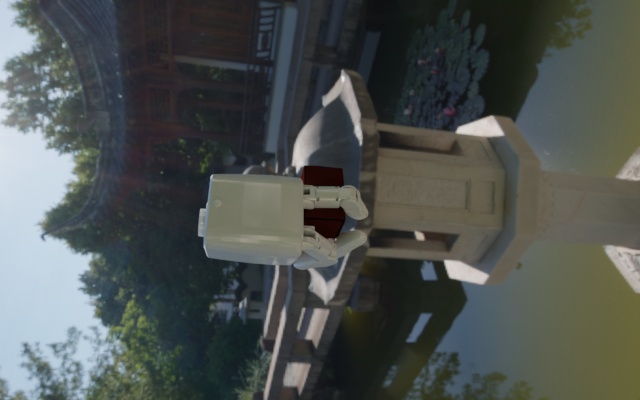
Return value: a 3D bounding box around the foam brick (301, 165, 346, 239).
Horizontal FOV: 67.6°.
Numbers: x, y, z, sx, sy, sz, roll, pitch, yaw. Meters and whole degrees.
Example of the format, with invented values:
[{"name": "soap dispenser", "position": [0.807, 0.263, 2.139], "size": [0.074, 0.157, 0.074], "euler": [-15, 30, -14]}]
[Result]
[{"name": "foam brick", "position": [0.000, 0.002, 0.601], "size": [0.051, 0.078, 0.053], "euler": [4, -31, -9]}]
